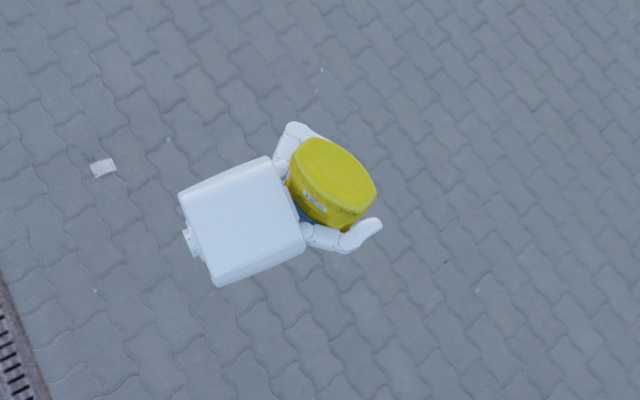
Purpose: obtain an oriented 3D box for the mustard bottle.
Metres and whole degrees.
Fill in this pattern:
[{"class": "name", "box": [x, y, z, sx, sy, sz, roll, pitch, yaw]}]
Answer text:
[{"class": "mustard bottle", "box": [0.000, 0.002, 0.567, 0.096, 0.058, 0.192, 40, -20, 5]}]
